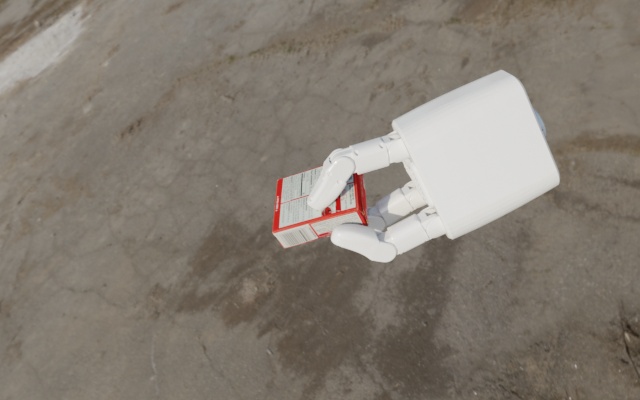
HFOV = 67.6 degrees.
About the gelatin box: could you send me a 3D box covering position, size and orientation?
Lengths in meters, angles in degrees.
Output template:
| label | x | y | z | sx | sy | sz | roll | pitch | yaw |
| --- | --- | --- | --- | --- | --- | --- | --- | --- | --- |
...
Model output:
| label | x | y | z | sx | sy | sz | roll | pitch | yaw |
| --- | --- | --- | --- | --- | --- | --- | --- | --- | --- |
| gelatin box | 0.000 | 0.001 | 0.465 | 0.089 | 0.073 | 0.030 | -16 | -46 | 16 |
